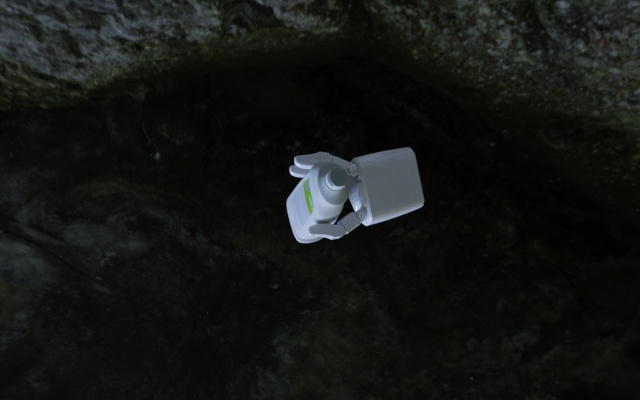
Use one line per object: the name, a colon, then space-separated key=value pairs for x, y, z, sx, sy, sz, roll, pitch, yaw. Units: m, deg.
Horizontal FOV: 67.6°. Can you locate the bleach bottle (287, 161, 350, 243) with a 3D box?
bleach bottle: x=0.000 y=0.003 z=0.799 sx=0.068 sy=0.102 sz=0.251 roll=-15 pitch=-9 yaw=-16
